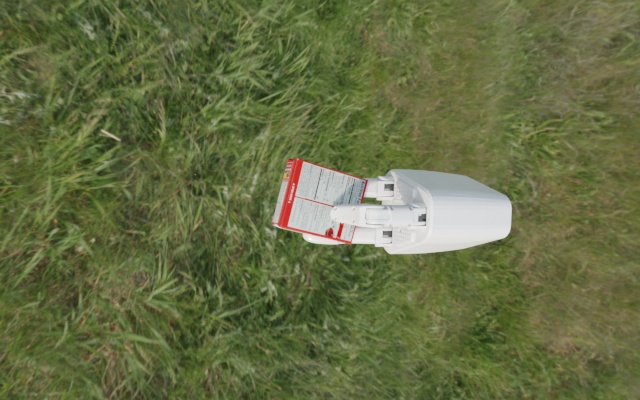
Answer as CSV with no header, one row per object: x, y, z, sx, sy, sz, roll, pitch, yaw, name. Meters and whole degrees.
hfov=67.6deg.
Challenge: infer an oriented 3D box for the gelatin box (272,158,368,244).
0.000,0.002,0.509,0.089,0.073,0.030,15,-3,-25,gelatin box
